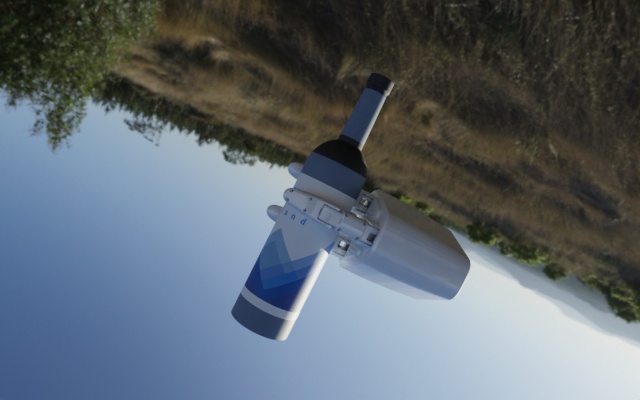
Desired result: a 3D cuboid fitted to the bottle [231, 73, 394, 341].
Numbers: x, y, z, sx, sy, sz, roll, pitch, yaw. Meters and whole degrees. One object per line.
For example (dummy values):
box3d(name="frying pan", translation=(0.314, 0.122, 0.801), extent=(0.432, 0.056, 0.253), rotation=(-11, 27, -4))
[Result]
box3d(name="bottle", translation=(0.000, 0.002, 0.511), extent=(0.069, 0.295, 0.069), rotation=(27, 1, 0))
